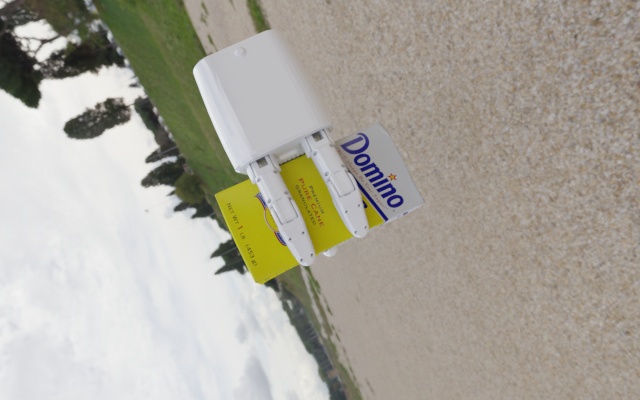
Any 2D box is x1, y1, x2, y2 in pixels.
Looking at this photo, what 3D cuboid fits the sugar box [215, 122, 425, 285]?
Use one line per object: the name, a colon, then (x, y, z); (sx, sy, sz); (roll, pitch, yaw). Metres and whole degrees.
sugar box: (0.000, 0.001, 0.459); (0.176, 0.093, 0.048); (-26, -8, -7)
